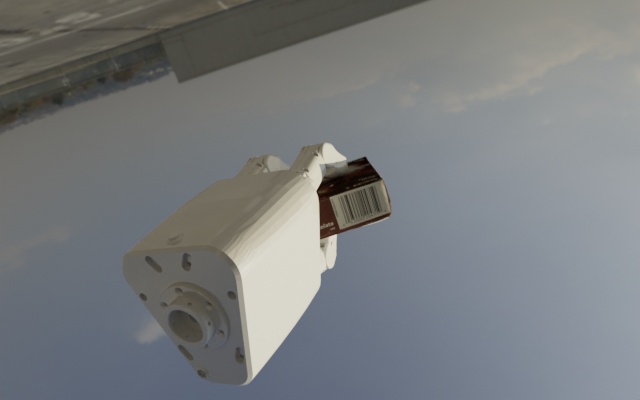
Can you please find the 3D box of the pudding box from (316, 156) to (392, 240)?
[{"bbox_3d":[0.000,0.002,0.432,0.113,0.039,0.090,-16,18,1],"label":"pudding box"}]
